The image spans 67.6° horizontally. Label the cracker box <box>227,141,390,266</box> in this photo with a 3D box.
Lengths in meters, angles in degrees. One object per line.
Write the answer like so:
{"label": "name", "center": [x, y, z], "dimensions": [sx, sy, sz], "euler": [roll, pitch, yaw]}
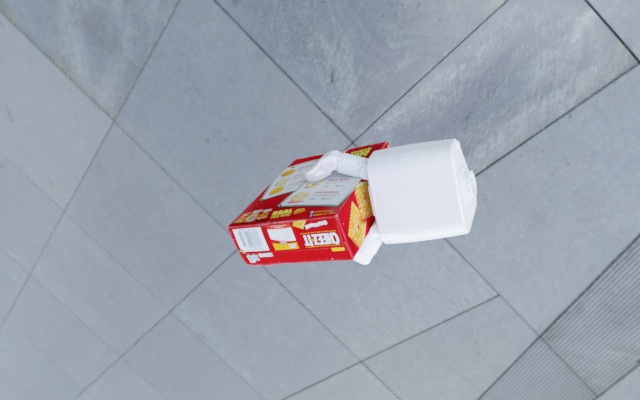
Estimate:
{"label": "cracker box", "center": [0.000, 0.002, 0.664], "dimensions": [0.164, 0.072, 0.213], "euler": [-8, 25, 29]}
